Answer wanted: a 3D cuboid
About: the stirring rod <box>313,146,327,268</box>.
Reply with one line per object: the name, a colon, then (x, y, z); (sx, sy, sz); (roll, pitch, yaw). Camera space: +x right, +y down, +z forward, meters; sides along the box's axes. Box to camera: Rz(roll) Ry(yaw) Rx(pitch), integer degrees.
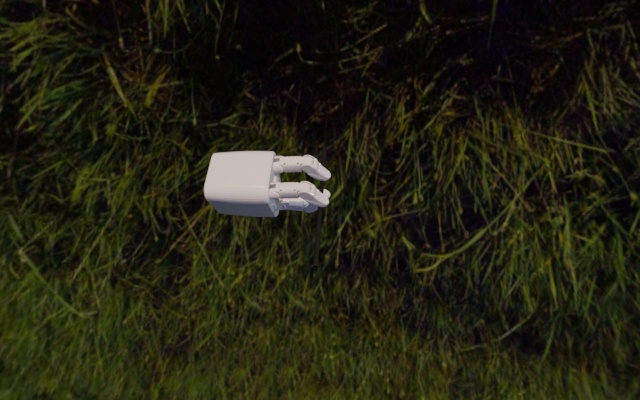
stirring rod: (0.000, 0.003, 0.791); (0.011, 0.239, 0.011); (3, -35, 2)
